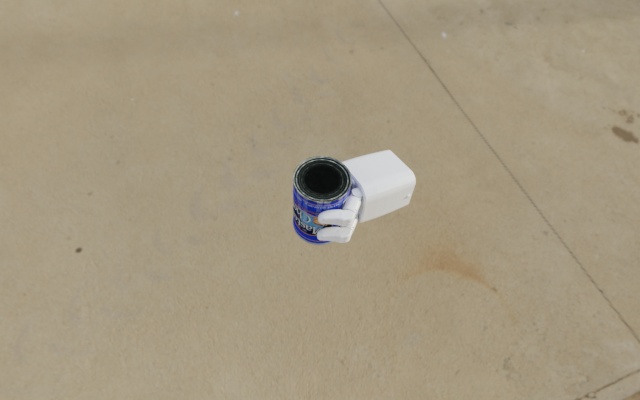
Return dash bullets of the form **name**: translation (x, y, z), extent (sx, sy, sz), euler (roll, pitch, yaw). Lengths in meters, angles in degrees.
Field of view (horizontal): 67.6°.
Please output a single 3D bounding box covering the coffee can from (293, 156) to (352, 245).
- **coffee can**: translation (0.000, 0.003, 0.873), extent (0.103, 0.102, 0.140), euler (0, -36, -3)
